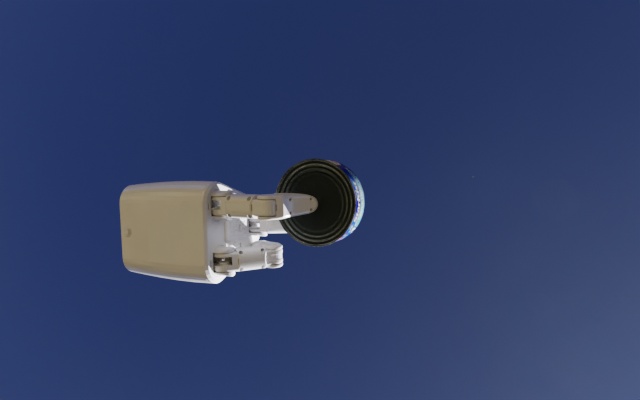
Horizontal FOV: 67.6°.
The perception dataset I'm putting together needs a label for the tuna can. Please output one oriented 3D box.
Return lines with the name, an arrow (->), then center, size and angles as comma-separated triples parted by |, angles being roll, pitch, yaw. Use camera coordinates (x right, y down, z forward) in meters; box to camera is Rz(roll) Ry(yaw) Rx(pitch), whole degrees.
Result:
tuna can -> 0.000, 0.002, 0.477 | 0.086, 0.086, 0.034 | 0, 3, 23
